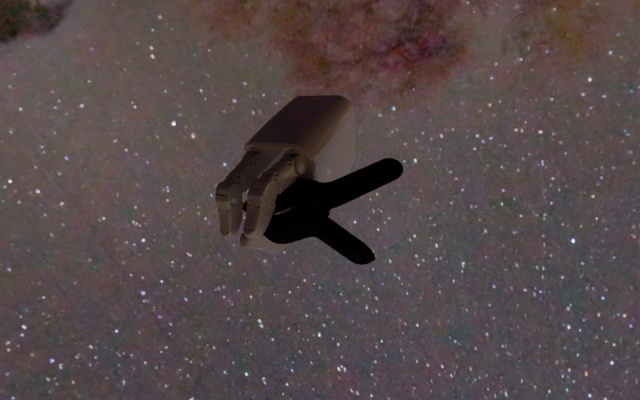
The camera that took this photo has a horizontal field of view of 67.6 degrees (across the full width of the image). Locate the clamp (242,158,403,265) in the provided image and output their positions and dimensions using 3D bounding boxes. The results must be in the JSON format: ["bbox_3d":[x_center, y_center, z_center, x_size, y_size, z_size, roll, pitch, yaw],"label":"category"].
[{"bbox_3d":[0.000,0.002,0.480,0.171,0.039,0.120,8,47,35],"label":"clamp"}]
